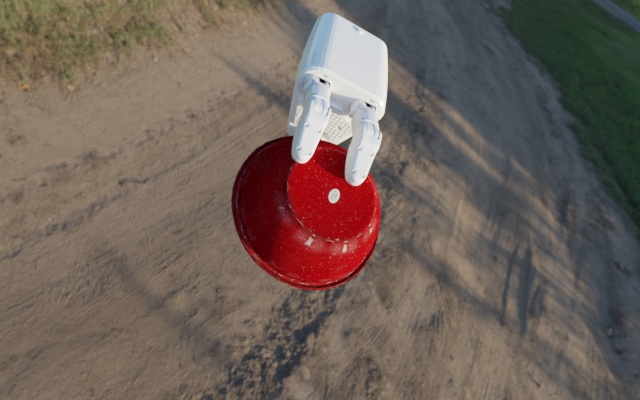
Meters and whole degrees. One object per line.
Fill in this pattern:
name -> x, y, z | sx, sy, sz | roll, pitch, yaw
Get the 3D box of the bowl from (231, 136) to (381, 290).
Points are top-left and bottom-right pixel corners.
bowl -> 0.000, 0.003, 0.458 | 0.162, 0.162, 0.055 | 0, -17, -26
